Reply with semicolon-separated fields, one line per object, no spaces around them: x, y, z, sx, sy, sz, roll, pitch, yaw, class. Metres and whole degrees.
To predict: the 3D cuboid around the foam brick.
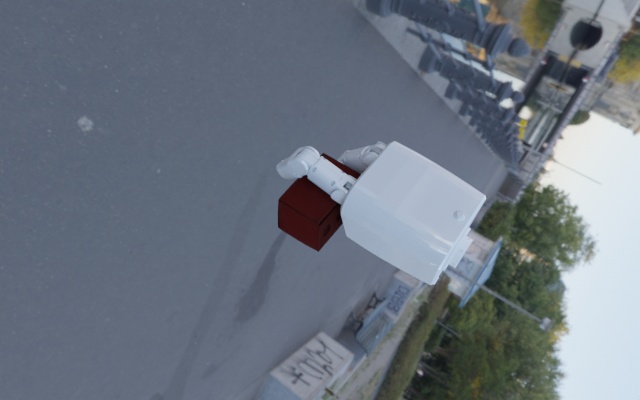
0.000;0.002;0.485;0.051;0.078;0.053;32;-30;17;foam brick
